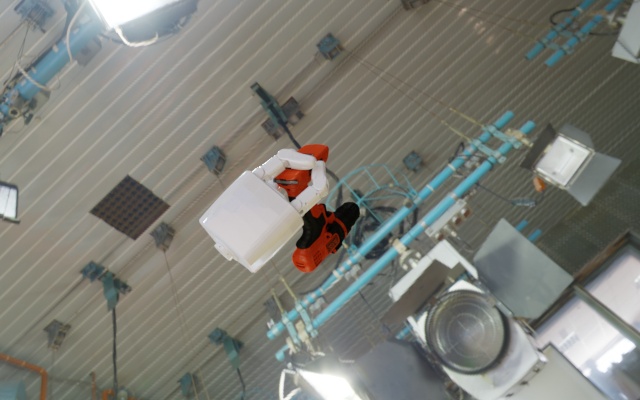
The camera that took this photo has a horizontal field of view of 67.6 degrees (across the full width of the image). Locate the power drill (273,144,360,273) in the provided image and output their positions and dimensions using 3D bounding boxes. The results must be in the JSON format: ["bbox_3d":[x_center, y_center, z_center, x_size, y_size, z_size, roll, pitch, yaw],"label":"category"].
[{"bbox_3d":[0.000,0.002,0.816,0.057,0.188,0.184,4,35,35],"label":"power drill"}]
